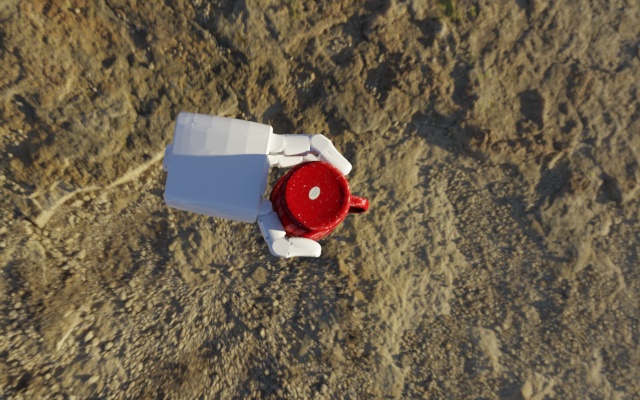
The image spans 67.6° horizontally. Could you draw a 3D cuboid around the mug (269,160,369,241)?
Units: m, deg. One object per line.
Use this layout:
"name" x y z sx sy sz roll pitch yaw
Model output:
"mug" 0.002 0.002 0.565 0.117 0.093 0.081 8 -10 -9
